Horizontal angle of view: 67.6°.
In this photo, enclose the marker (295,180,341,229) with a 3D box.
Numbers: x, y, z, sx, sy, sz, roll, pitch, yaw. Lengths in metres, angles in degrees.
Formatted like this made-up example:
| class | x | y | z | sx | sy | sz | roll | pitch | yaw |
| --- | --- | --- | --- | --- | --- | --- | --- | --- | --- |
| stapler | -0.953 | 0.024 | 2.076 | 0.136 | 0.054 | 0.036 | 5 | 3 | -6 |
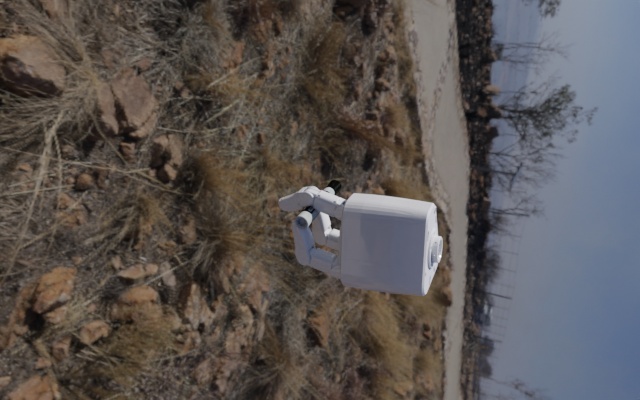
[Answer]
| class | x | y | z | sx | sy | sz | roll | pitch | yaw |
| --- | --- | --- | --- | --- | --- | --- | --- | --- | --- |
| marker | 0.000 | 0.002 | 0.644 | 0.020 | 0.020 | 0.121 | 0 | 25 | 26 |
